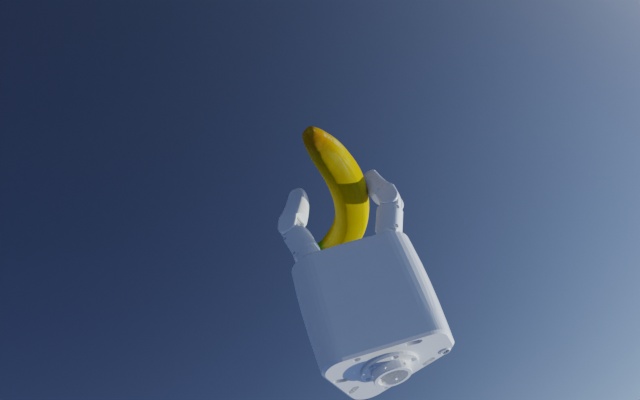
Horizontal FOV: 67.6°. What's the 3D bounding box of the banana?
[{"bbox_3d":[0.019,0.002,0.512,0.069,0.037,0.198,-5,-44,-4],"label":"banana"}]
